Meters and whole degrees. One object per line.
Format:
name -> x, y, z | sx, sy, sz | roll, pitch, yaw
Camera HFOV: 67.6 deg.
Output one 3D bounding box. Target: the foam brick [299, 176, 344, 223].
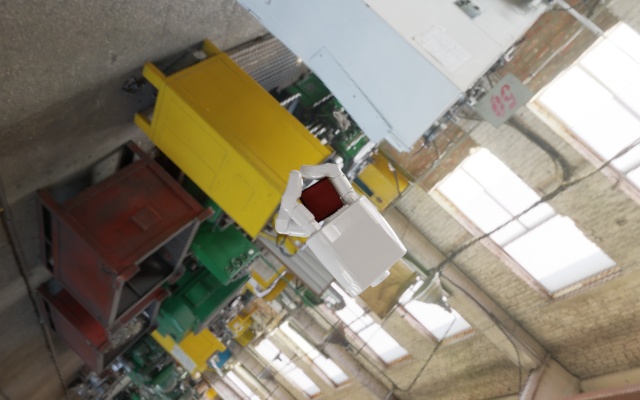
foam brick -> 0.000, 0.002, 0.732 | 0.053, 0.051, 0.078 | -31, -5, -2
